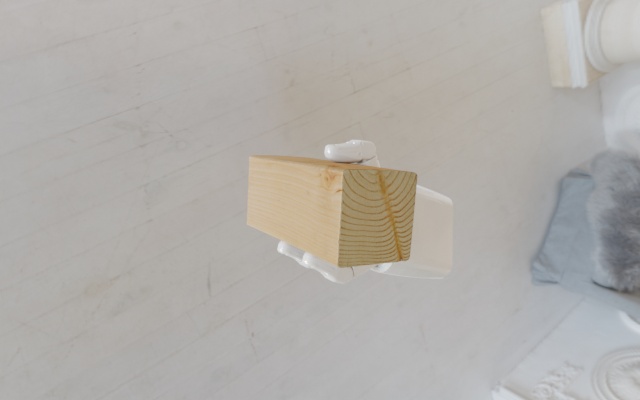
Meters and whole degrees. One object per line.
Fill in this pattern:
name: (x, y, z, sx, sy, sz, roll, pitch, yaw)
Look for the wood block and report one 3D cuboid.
wood block: (0.001, 0.001, 0.530, 0.090, 0.091, 0.206, 0, 8, -32)
